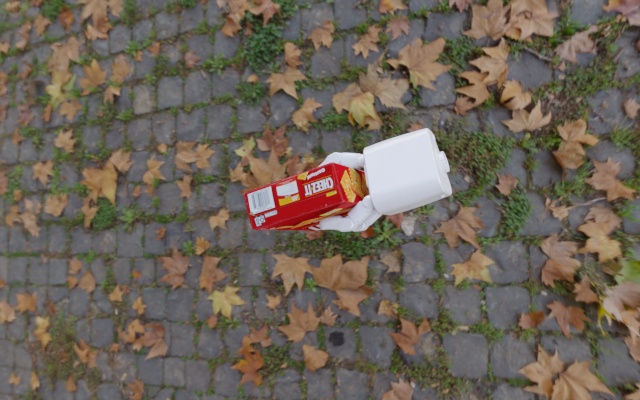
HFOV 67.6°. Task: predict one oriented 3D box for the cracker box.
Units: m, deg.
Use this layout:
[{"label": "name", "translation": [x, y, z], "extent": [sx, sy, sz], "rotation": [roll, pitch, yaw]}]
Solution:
[{"label": "cracker box", "translation": [0.000, 0.002, 0.810], "extent": [0.164, 0.072, 0.214], "rotation": [-18, -11, 23]}]
